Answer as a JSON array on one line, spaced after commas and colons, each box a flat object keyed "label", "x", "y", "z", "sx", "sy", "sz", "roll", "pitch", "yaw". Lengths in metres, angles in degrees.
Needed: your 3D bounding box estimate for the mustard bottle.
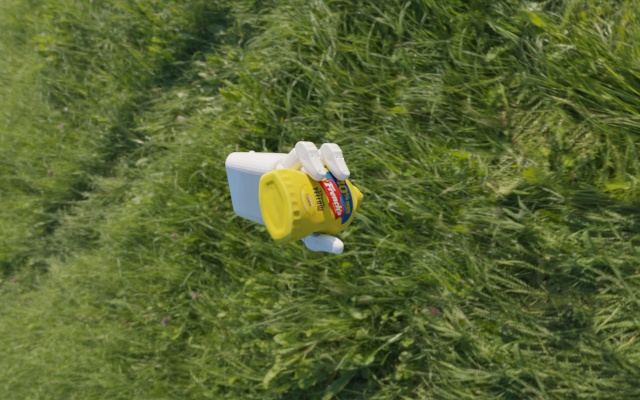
[{"label": "mustard bottle", "x": 0.000, "y": 0.002, "z": 0.687, "sx": 0.058, "sy": 0.096, "sz": 0.191, "roll": -20, "pitch": -9, "yaw": 38}]
